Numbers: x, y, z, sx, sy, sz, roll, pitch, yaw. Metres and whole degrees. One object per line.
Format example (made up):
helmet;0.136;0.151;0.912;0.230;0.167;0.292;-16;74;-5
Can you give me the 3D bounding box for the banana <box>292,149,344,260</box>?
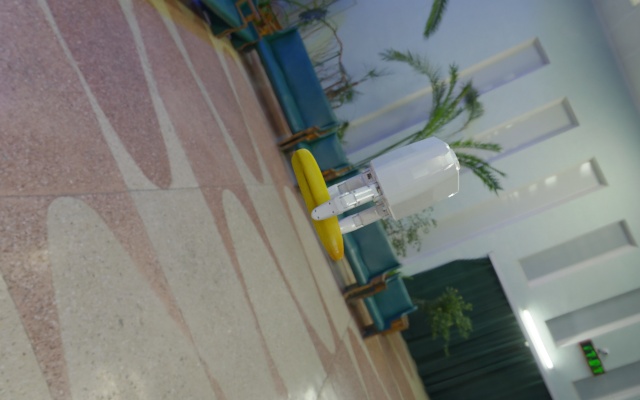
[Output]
banana;-0.006;-0.009;0.703;0.037;0.197;0.070;-23;-30;4
